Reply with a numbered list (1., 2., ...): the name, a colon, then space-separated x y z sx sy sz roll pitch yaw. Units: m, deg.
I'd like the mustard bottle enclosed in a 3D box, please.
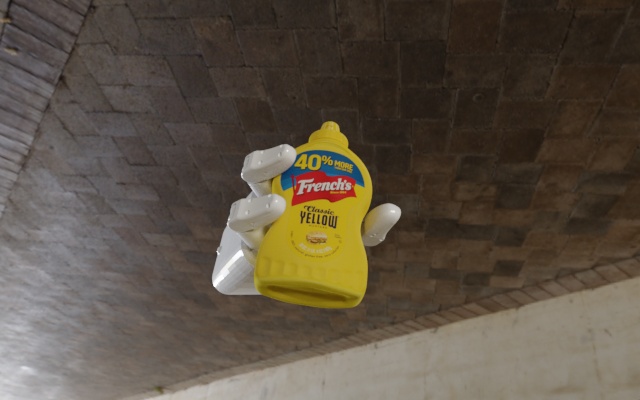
1. mustard bottle: 0.000 0.002 0.455 0.096 0.191 0.058 8 -33 0
